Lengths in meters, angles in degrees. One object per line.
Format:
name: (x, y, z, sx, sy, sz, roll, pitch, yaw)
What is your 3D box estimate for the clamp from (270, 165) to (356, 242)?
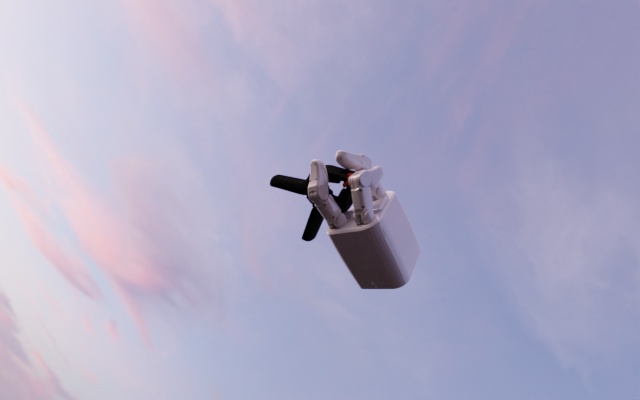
clamp: (0.001, 0.002, 0.729, 0.171, 0.120, 0.039, -12, 23, 47)
